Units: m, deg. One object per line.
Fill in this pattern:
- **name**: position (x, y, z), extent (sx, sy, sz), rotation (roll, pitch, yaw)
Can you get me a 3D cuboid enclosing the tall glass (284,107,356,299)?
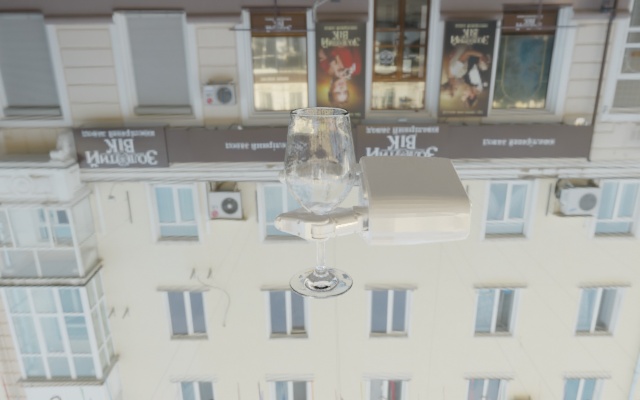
- **tall glass**: position (0.000, 0.002, 0.526), extent (0.079, 0.201, 0.079), rotation (-1, 19, 0)
